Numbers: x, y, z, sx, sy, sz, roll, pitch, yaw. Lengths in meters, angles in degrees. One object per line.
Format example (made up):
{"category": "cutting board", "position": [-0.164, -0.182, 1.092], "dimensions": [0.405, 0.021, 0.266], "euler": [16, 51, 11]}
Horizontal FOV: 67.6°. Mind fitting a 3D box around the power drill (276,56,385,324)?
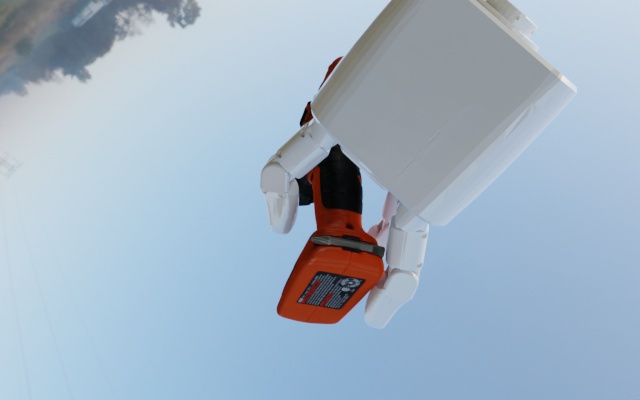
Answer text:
{"category": "power drill", "position": [0.000, 0.002, 0.400], "dimensions": [0.057, 0.187, 0.184], "euler": [9, -37, -13]}
